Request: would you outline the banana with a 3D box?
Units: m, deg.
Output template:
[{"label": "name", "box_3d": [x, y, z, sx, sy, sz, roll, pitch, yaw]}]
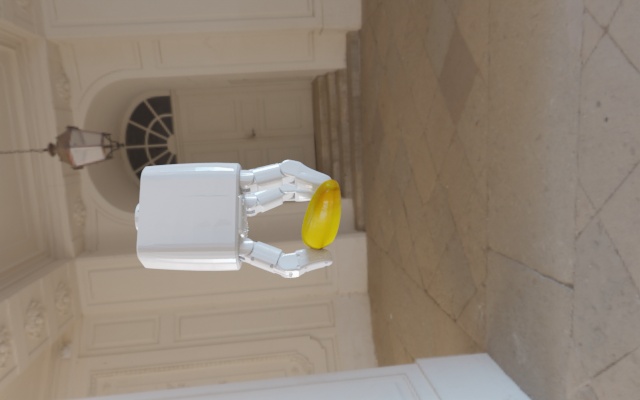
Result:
[{"label": "banana", "box_3d": [-0.001, 0.021, 0.525, 0.037, 0.069, 0.198, 4, -3, -2]}]
